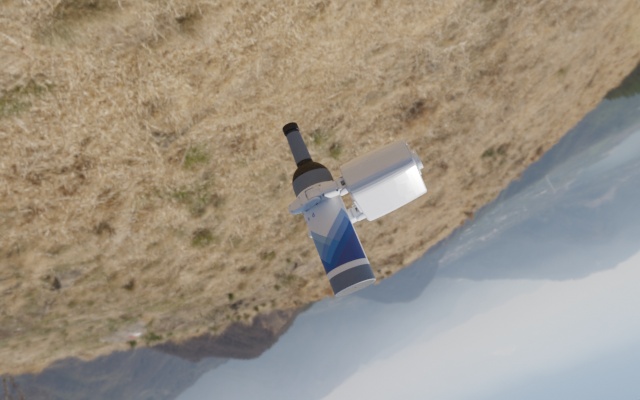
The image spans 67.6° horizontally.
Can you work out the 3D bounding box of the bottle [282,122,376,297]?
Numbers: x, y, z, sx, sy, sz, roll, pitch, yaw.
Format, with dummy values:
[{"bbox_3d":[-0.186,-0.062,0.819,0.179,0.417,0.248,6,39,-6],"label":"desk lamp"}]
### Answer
[{"bbox_3d":[0.000,0.003,0.762,0.069,0.295,0.069,-20,-20,-7],"label":"bottle"}]
